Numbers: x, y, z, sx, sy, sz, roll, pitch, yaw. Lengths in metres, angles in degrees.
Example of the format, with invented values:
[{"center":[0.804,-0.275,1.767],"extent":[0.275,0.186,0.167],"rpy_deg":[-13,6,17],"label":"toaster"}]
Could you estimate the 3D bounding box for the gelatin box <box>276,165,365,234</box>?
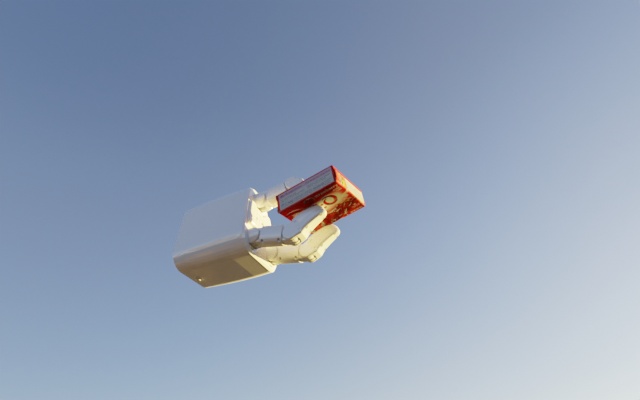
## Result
[{"center":[0.000,0.001,0.604],"extent":[0.089,0.030,0.073],"rpy_deg":[-29,-39,21],"label":"gelatin box"}]
